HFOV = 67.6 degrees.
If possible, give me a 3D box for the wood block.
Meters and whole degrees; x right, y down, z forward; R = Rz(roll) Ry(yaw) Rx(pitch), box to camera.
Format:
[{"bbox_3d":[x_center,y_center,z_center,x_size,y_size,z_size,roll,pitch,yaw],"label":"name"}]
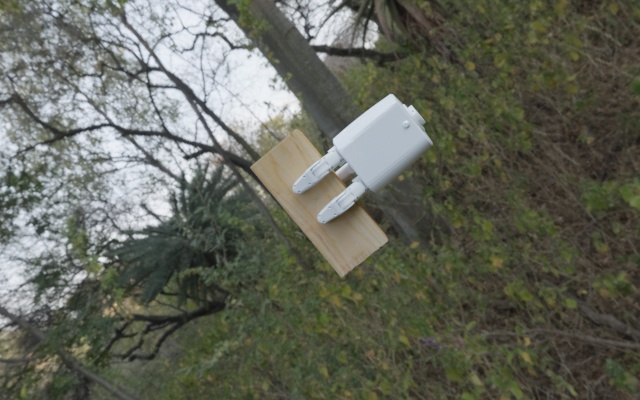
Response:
[{"bbox_3d":[0.000,0.002,0.722,0.090,0.206,0.091,-39,2,5],"label":"wood block"}]
